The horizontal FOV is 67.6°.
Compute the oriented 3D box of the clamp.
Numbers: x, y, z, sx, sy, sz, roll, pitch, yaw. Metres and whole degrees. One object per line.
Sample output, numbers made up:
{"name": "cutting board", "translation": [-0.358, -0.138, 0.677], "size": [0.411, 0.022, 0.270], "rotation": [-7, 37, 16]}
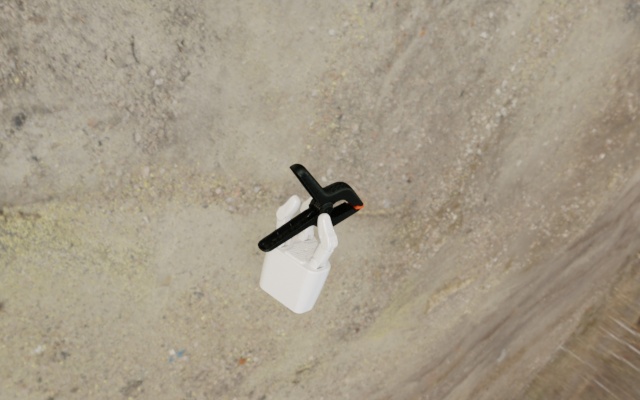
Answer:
{"name": "clamp", "translation": [0.001, 0.003, 0.807], "size": [0.210, 0.165, 0.036], "rotation": [-11, 44, -41]}
